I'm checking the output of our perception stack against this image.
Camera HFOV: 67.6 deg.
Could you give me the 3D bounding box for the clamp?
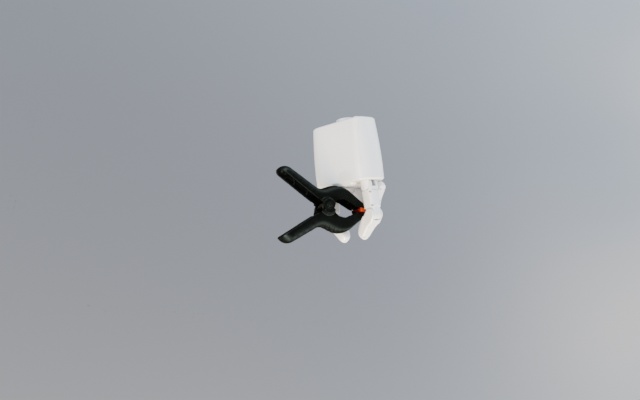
[{"bbox_3d":[0.001,0.003,0.764,0.171,0.120,0.039,-3,-6,-36],"label":"clamp"}]
